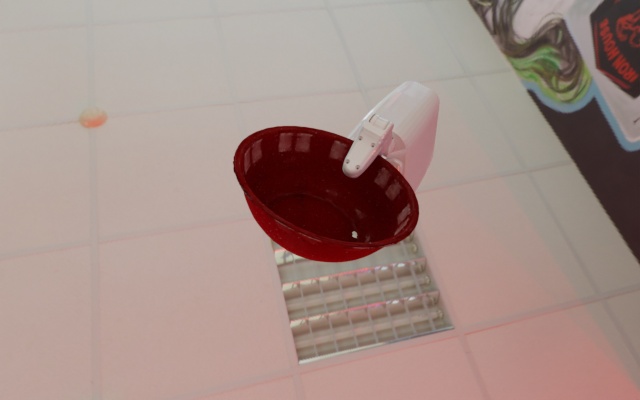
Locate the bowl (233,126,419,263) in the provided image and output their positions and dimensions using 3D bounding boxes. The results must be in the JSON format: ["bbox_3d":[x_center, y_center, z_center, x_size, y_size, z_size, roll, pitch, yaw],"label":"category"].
[{"bbox_3d":[-0.001,0.002,0.412,0.162,0.055,0.162,15,35,-11],"label":"bowl"}]
